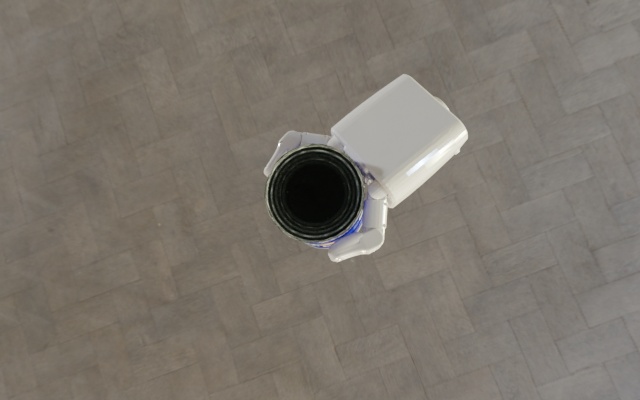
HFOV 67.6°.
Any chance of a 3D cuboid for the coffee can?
[{"bbox_3d":[0.000,0.002,0.550,0.103,0.103,0.140,0,-8,5],"label":"coffee can"}]
